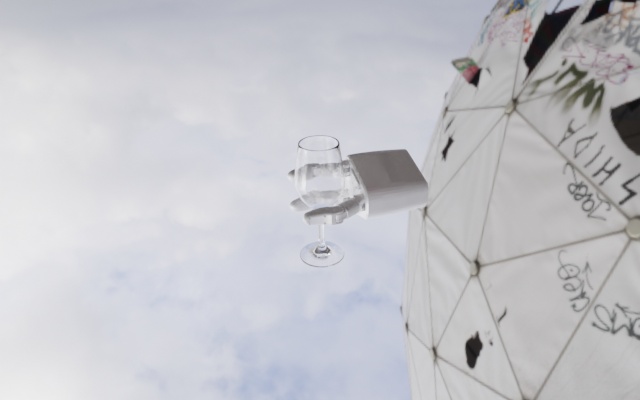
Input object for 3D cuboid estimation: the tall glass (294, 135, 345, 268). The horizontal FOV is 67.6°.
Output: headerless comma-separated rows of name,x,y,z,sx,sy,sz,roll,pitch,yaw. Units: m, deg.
tall glass,0.000,0.003,0.748,0.079,0.201,0.079,-2,29,1
